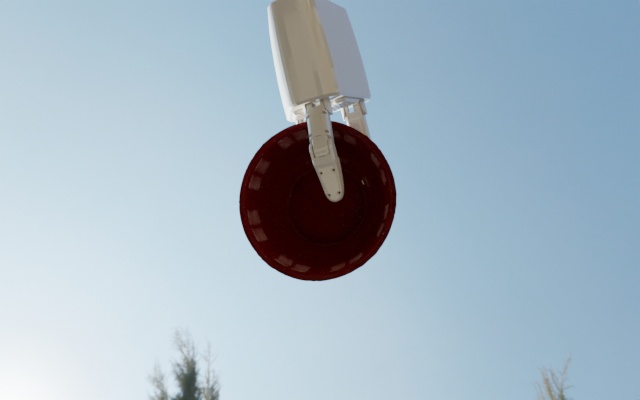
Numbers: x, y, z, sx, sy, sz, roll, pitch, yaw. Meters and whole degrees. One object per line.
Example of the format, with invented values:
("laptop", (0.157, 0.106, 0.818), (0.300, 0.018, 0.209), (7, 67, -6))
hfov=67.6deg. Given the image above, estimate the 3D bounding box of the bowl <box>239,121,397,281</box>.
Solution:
("bowl", (0.000, 0.003, 0.499), (0.162, 0.162, 0.055), (0, -6, 14))
